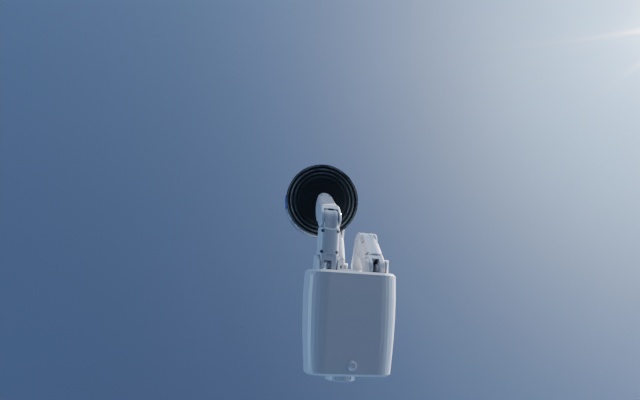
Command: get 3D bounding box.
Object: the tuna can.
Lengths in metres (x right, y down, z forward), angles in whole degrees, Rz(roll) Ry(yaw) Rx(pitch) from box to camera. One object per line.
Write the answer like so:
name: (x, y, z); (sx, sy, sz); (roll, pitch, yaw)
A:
tuna can: (0.000, 0.002, 0.577); (0.086, 0.086, 0.034); (0, -9, -9)
